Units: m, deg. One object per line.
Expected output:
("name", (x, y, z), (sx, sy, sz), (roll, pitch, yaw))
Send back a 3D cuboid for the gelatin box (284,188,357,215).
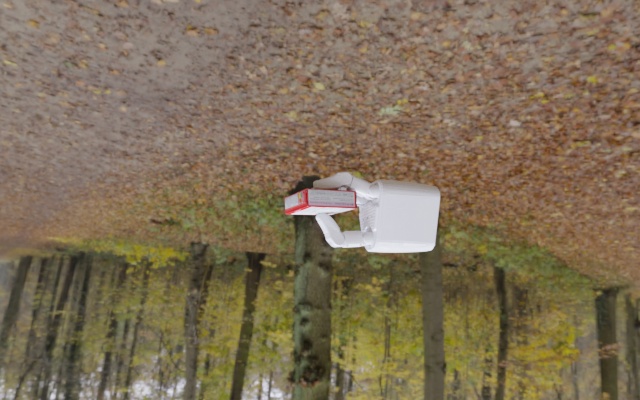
("gelatin box", (0.000, 0.003, 0.727), (0.089, 0.030, 0.073), (2, -10, -30))
